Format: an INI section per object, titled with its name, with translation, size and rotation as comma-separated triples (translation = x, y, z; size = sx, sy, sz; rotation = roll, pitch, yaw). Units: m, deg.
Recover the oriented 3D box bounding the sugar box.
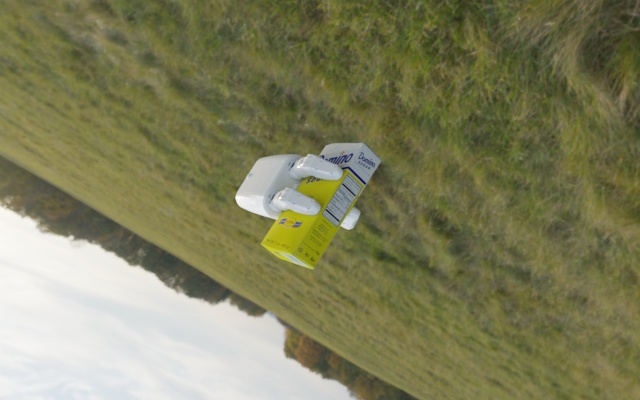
[sugar box]
translation = 0.000, 0.002, 0.643
size = 0.048, 0.176, 0.093
rotation = 39, -17, -30
